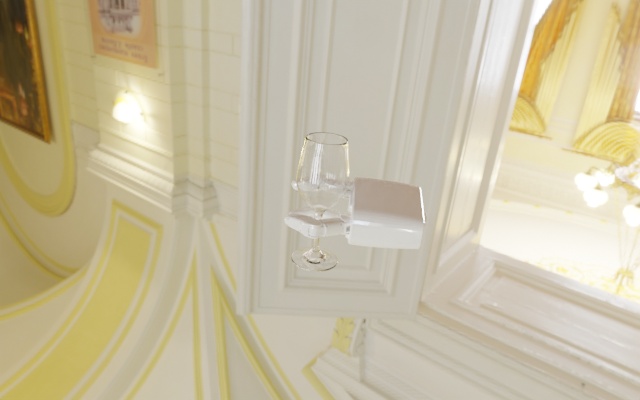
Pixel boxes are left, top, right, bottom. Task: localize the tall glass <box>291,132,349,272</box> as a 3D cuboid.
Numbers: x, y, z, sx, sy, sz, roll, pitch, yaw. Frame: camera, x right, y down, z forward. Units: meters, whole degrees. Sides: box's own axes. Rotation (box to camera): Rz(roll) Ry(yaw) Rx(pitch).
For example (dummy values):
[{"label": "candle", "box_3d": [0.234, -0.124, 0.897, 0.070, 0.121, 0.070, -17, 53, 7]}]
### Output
[{"label": "tall glass", "box_3d": [0.000, 0.003, 0.719, 0.079, 0.201, 0.079, 5, 23, -2]}]
